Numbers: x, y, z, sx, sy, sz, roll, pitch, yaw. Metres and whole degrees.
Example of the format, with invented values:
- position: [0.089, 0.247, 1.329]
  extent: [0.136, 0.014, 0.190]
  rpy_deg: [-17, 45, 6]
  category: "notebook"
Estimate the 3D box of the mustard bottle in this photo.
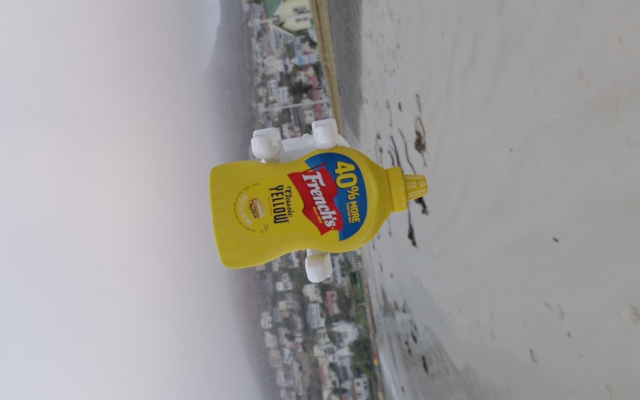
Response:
- position: [0.000, 0.001, 0.434]
  extent: [0.191, 0.096, 0.058]
  rpy_deg: [-9, -9, 3]
  category: "mustard bottle"
